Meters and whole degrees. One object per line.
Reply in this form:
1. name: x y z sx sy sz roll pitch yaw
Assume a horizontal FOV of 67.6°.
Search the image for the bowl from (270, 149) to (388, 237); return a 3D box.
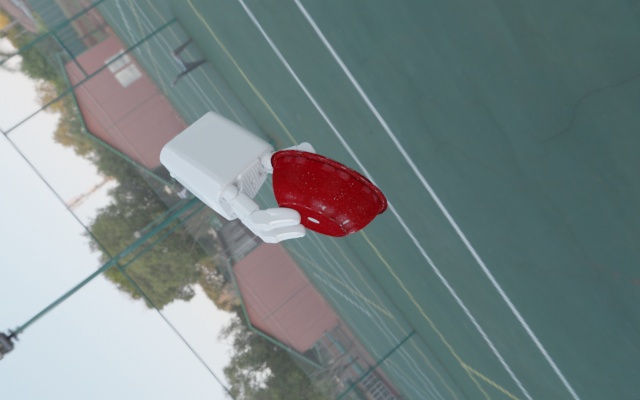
1. bowl: 0.001 0.003 0.601 0.162 0.055 0.162 21 -18 7
